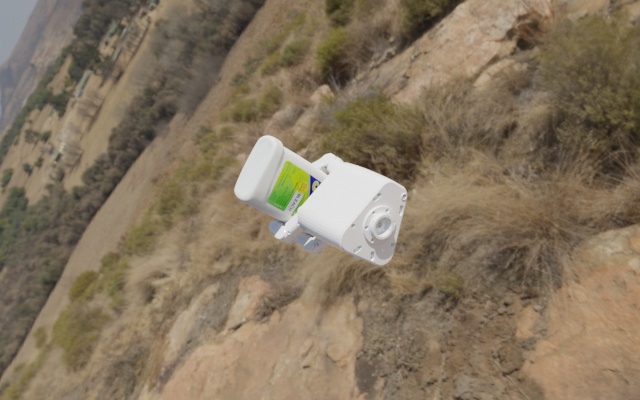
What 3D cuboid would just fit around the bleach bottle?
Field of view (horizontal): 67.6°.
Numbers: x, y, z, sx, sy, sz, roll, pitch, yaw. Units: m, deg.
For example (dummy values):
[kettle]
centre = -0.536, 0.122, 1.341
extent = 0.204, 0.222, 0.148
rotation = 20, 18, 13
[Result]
[bleach bottle]
centre = 0.000, 0.002, 0.724
extent = 0.251, 0.102, 0.068
rotation = 27, 2, -34
